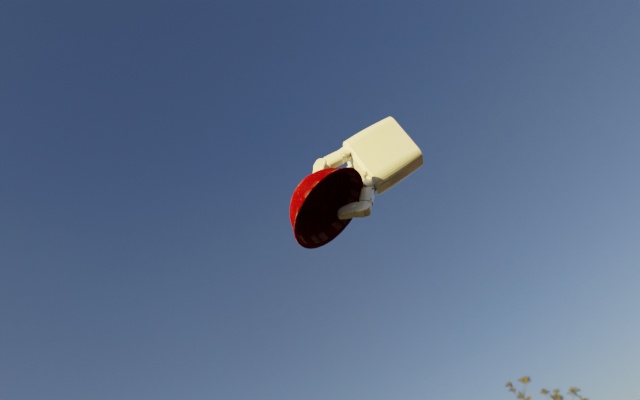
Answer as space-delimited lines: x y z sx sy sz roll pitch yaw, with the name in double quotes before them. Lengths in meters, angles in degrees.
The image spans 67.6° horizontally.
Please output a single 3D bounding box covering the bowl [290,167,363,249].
"bowl" -0.001 0.003 0.832 0.055 0.162 0.162 36 22 34
